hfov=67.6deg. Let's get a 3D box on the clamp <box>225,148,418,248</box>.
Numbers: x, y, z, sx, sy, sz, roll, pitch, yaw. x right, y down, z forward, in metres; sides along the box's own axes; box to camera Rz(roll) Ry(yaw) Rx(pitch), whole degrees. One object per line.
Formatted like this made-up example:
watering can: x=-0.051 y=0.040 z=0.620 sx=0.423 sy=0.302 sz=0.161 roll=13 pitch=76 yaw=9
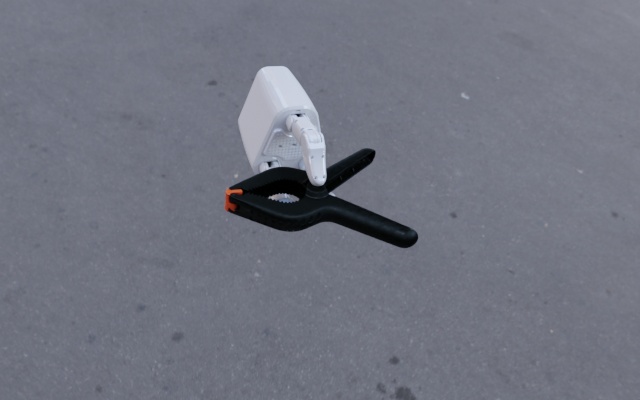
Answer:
clamp: x=0.000 y=0.001 z=0.545 sx=0.210 sy=0.036 sz=0.164 roll=-7 pitch=44 yaw=-21
